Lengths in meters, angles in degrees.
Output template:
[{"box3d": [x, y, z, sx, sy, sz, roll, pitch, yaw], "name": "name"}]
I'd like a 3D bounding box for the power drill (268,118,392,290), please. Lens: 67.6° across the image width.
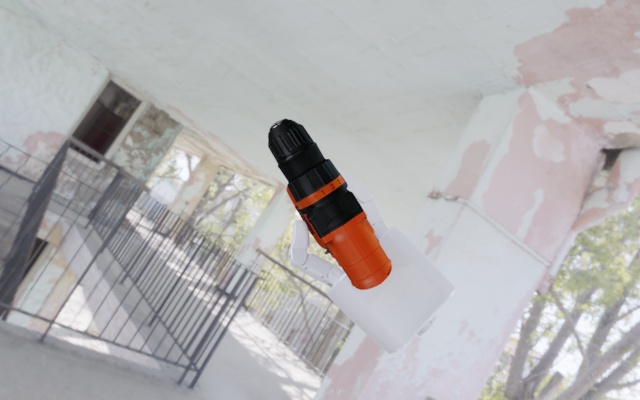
[{"box3d": [0.000, 0.002, 0.528, 0.057, 0.184, 0.187, -31, 4, -2], "name": "power drill"}]
